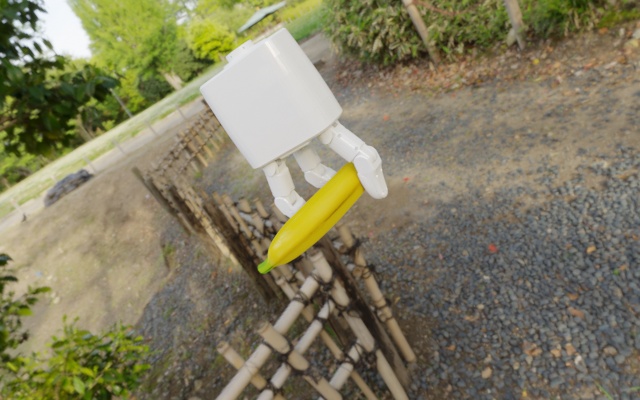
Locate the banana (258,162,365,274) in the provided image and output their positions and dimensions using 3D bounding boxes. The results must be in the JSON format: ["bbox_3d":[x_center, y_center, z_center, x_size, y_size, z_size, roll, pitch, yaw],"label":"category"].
[{"bbox_3d":[0.006,0.003,0.526,0.197,0.037,0.069,-44,15,-19],"label":"banana"}]
